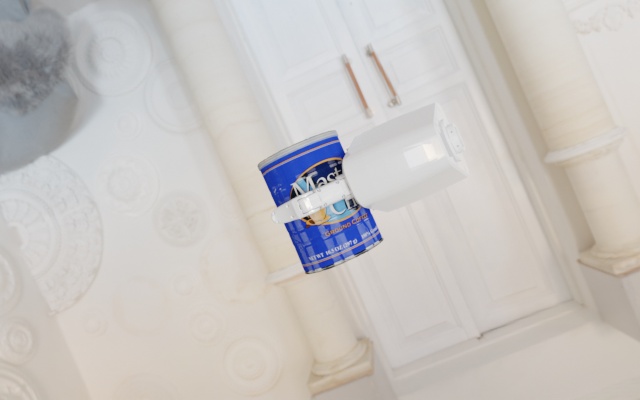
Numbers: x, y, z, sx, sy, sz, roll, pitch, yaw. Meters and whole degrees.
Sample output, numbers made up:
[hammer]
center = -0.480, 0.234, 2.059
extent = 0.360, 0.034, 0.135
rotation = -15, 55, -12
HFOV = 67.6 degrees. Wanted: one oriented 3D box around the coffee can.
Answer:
[coffee can]
center = 0.000, 0.002, 0.566
extent = 0.103, 0.140, 0.103
rotation = -24, 1, 1
